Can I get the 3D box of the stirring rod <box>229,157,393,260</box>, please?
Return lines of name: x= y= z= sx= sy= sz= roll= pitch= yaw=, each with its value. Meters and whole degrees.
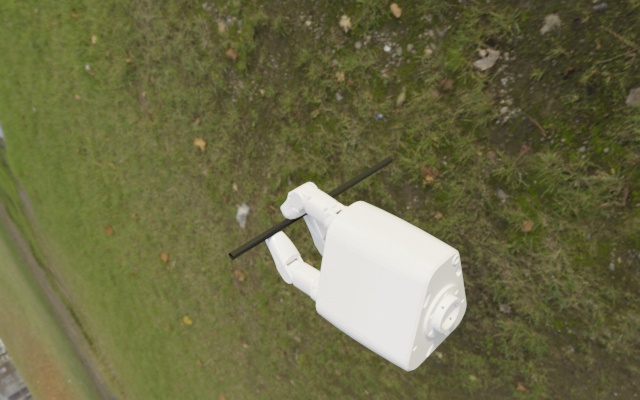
stirring rod: x=0.000 y=0.002 z=0.524 sx=0.239 sy=0.011 sz=0.011 roll=-31 pitch=18 yaw=-33
